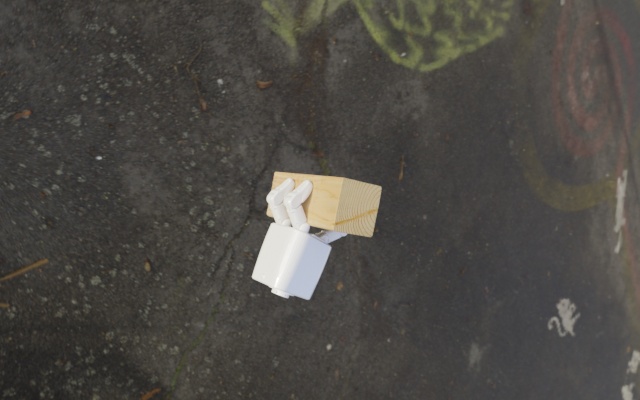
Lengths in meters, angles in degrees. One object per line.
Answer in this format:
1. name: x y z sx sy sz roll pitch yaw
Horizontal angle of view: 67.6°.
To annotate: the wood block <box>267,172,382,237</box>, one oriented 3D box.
1. wood block: 0.000 0.003 0.864 0.091 0.090 0.206 12 -2 -38
